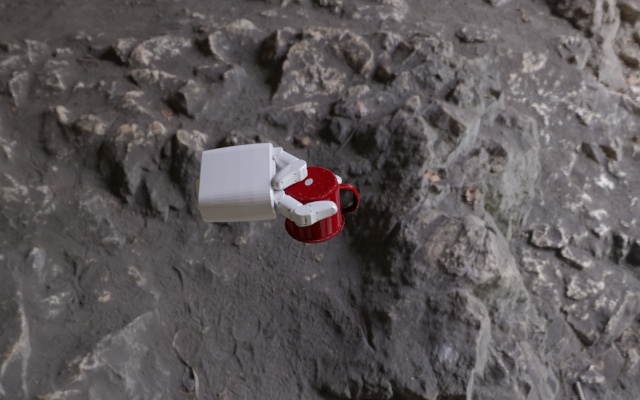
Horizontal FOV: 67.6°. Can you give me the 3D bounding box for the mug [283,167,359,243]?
[{"bbox_3d":[0.002,0.002,0.717,0.117,0.082,0.093,-6,41,0],"label":"mug"}]
